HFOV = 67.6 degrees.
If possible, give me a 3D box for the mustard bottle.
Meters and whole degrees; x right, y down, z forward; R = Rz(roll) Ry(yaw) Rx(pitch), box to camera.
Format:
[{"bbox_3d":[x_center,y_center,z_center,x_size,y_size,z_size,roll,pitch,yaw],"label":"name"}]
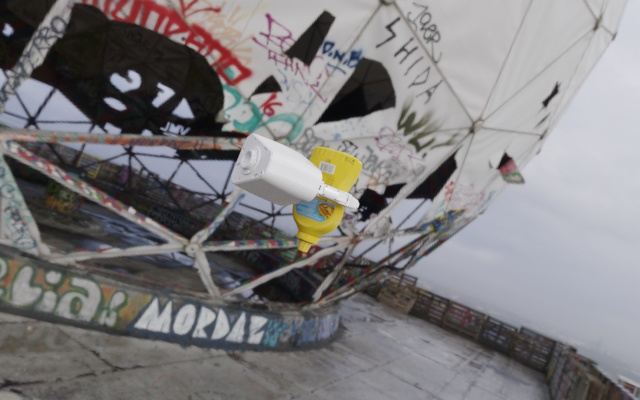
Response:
[{"bbox_3d":[0.000,0.003,0.874,0.096,0.191,0.058,20,-3,27],"label":"mustard bottle"}]
